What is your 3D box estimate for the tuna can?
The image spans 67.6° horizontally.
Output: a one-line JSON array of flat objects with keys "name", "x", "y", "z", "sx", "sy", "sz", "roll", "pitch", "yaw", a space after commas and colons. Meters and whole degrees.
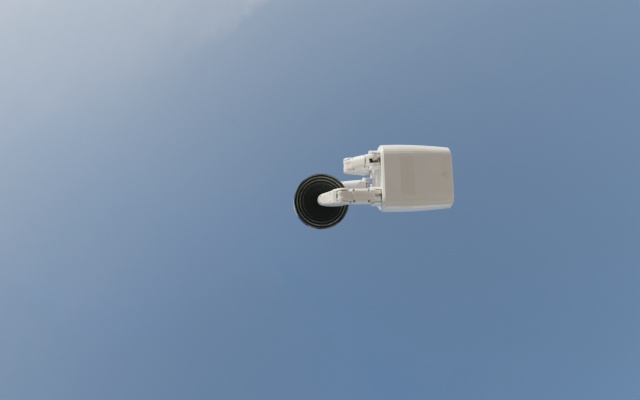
[{"name": "tuna can", "x": 0.000, "y": 0.002, "z": 0.748, "sx": 0.086, "sy": 0.086, "sz": 0.034, "roll": 0, "pitch": -5, "yaw": -6}]
